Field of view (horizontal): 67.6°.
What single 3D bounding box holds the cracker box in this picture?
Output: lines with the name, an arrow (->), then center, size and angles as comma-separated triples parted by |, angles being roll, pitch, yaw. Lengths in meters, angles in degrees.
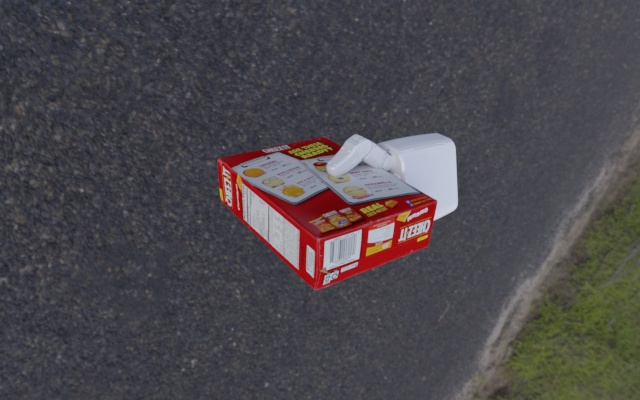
cracker box -> 0.000, 0.002, 0.563 | 0.164, 0.072, 0.213 | -16, 34, -33
